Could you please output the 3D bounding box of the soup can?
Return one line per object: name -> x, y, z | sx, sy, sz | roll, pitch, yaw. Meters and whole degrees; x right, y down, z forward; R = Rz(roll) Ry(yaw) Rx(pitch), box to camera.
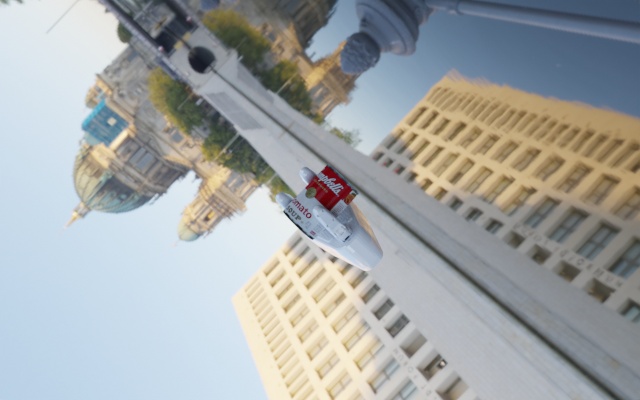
soup can -> 0.000, 0.002, 0.737 | 0.068, 0.102, 0.068 | 44, 1, -1
